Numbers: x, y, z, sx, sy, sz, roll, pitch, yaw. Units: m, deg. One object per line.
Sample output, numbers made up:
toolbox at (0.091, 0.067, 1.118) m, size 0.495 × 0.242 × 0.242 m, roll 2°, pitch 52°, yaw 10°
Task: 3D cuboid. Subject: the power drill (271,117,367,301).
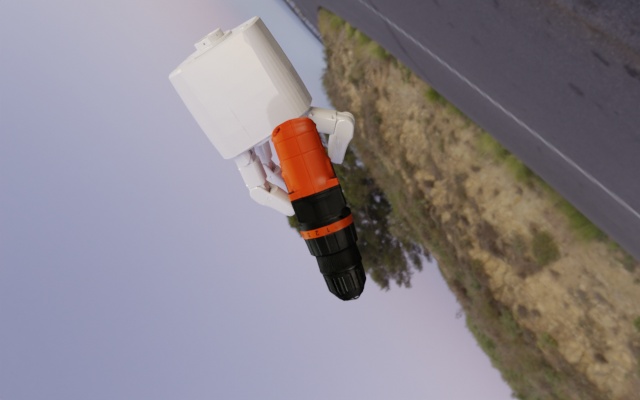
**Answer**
power drill at (0.000, 0.001, 0.526) m, size 0.057 × 0.184 × 0.187 m, roll -18°, pitch 8°, yaw -1°
